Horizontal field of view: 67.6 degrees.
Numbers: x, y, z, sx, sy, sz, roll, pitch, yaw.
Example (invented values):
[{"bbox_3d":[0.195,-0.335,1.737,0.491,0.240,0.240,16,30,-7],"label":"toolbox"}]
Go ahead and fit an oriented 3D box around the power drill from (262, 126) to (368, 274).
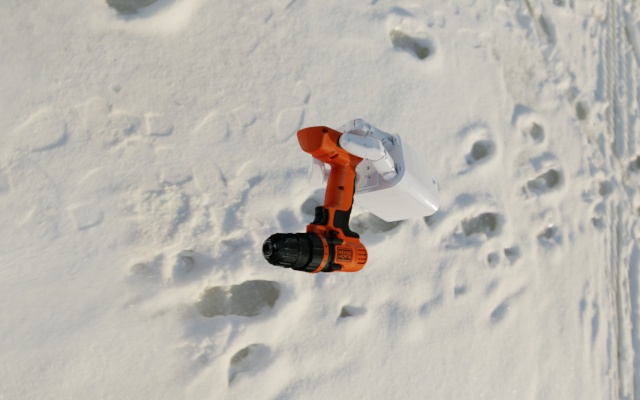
[{"bbox_3d":[0.000,0.002,0.630,0.057,0.187,0.184,-1,-9,39],"label":"power drill"}]
